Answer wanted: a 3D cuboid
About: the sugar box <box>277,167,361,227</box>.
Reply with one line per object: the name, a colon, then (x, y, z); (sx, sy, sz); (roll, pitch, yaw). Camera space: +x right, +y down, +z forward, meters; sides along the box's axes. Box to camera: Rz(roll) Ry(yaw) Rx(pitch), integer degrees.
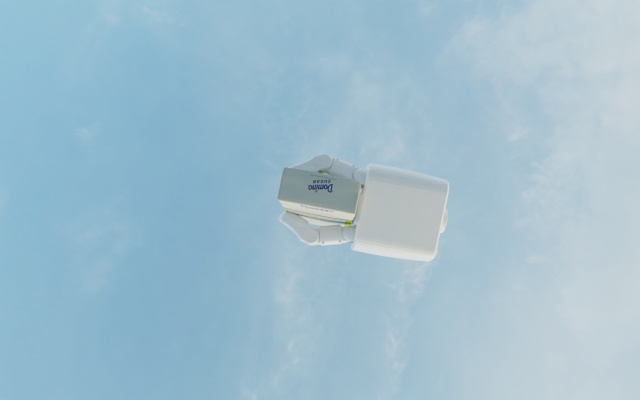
sugar box: (0.000, 0.002, 0.625); (0.093, 0.048, 0.176); (11, -11, 2)
